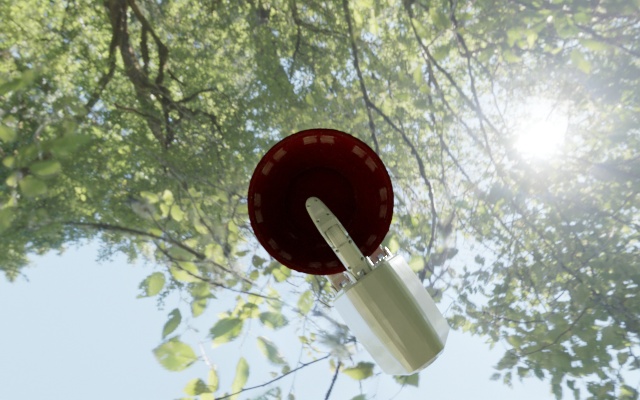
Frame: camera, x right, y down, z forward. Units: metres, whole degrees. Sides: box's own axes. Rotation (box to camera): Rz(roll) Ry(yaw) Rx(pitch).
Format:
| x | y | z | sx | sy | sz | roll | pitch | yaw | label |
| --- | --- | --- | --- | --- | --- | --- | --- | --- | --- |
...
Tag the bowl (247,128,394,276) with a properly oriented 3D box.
| x | y | z | sx | sy | sz | roll | pitch | yaw | label |
| --- | --- | --- | --- | --- | --- | --- | --- | --- | --- |
| 0.000 | 0.001 | 0.547 | 0.162 | 0.162 | 0.055 | 0 | -1 | -1 | bowl |
